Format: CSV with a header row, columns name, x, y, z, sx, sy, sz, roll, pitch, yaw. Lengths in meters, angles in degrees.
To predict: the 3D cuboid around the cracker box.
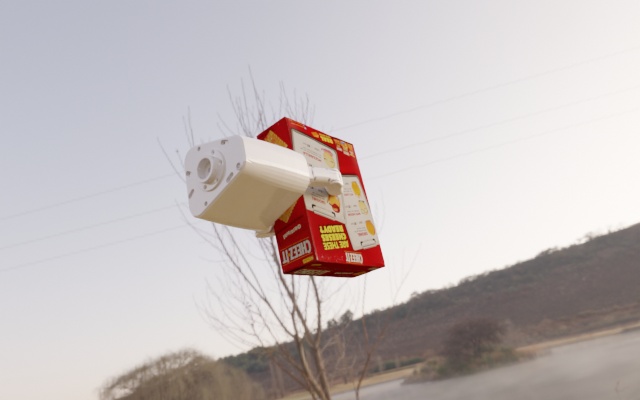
name,x,y,z,sx,sy,sz,roll,pitch,yaw
cracker box,0.000,0.002,0.702,0.072,0.213,0.164,-27,-25,33
